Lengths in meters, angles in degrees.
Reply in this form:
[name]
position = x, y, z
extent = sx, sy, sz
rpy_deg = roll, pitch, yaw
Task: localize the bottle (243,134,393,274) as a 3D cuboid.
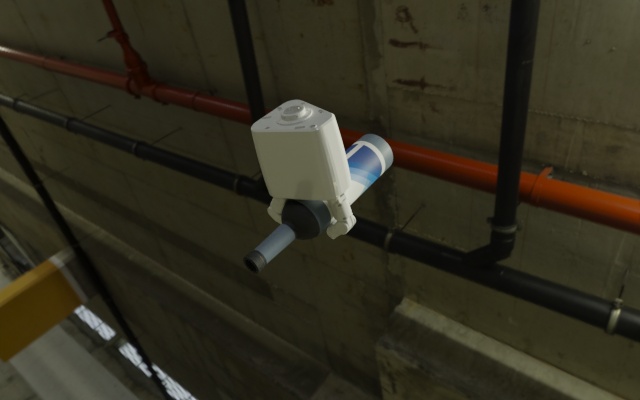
[bottle]
position = 0.000, 0.002, 0.696
extent = 0.069, 0.069, 0.295
rpy_deg = 0, 34, 47
